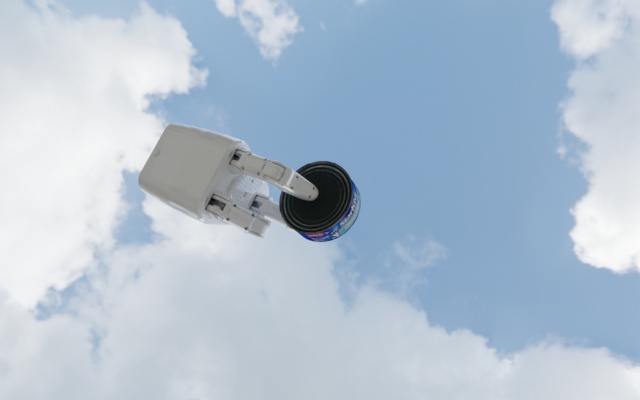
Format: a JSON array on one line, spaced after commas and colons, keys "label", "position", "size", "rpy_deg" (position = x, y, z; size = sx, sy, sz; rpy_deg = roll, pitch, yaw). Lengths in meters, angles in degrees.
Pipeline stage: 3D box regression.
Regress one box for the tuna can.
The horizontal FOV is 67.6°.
[{"label": "tuna can", "position": [0.000, 0.002, 0.525], "size": [0.086, 0.086, 0.034], "rpy_deg": [0, -24, 24]}]
